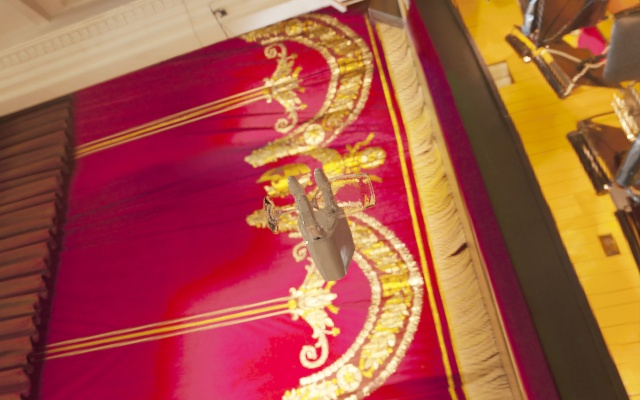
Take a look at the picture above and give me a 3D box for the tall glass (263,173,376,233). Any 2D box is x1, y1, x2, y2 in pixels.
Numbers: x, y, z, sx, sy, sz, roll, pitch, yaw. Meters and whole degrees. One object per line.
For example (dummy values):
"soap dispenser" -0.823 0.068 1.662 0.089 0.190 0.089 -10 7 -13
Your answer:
"tall glass" -0.001 0.003 0.895 0.201 0.079 0.079 -15 -3 11
